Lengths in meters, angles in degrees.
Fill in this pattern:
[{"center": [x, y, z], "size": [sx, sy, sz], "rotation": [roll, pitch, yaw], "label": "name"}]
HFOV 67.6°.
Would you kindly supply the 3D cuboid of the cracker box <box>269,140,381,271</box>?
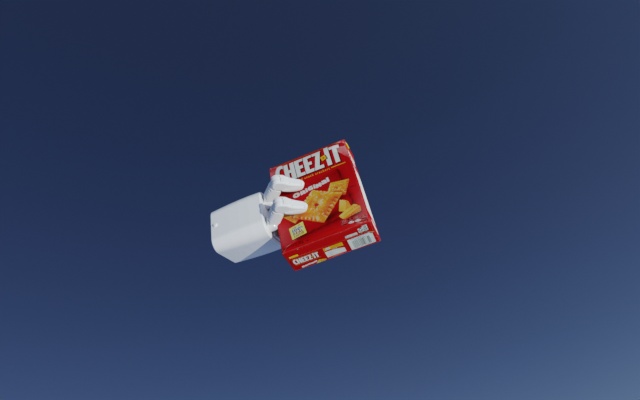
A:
[{"center": [0.000, 0.003, 0.879], "size": [0.164, 0.213, 0.072], "rotation": [-20, -41, 8], "label": "cracker box"}]
